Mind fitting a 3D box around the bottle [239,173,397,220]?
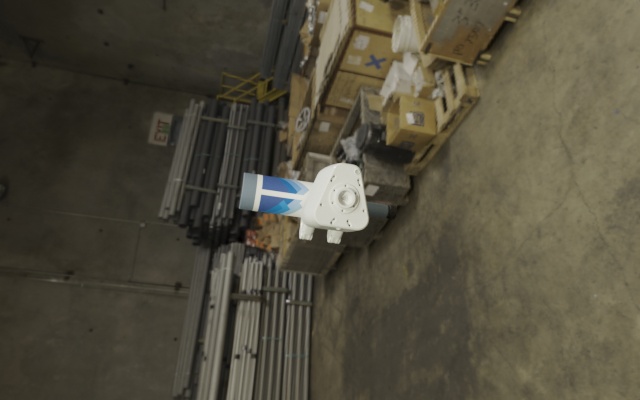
[{"bbox_3d":[0.000,0.003,0.891,0.296,0.069,0.069,8,-2,-11],"label":"bottle"}]
